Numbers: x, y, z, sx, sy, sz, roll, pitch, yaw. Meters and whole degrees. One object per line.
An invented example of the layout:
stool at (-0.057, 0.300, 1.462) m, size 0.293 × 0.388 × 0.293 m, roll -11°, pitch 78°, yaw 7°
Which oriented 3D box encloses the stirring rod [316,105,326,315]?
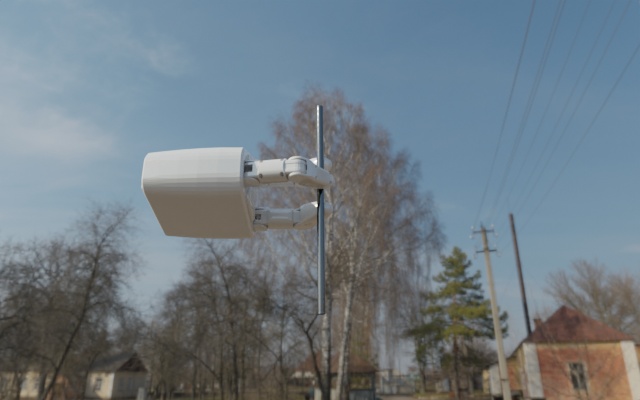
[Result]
stirring rod at (0.000, 0.002, 0.521) m, size 0.011 × 0.239 × 0.011 m, roll 0°, pitch -21°, yaw 0°
